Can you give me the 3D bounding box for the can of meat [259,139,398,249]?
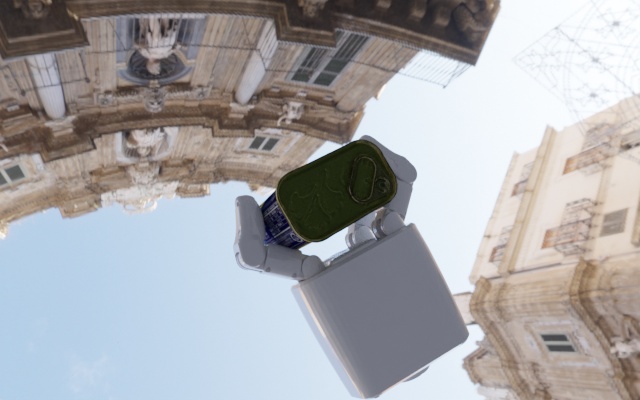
[{"bbox_3d":[0.000,0.001,0.402,0.102,0.057,0.084,-29,-3,-27],"label":"can of meat"}]
